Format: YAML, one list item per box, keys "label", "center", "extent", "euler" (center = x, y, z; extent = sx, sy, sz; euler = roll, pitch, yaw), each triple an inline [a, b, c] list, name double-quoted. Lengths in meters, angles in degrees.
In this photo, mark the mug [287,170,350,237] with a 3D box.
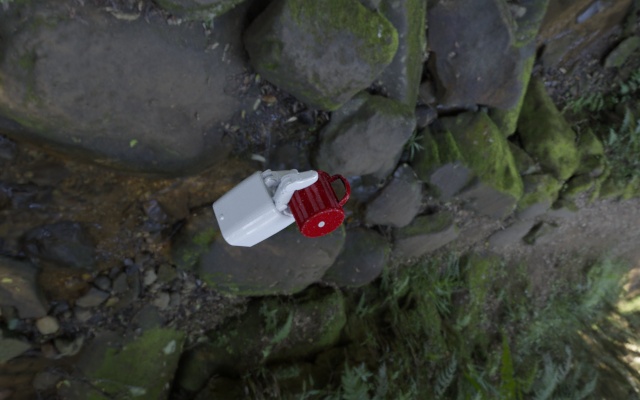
- label: "mug"
  center: [0.001, 0.002, 0.810]
  extent: [0.117, 0.081, 0.093]
  euler: [-33, -32, 13]
